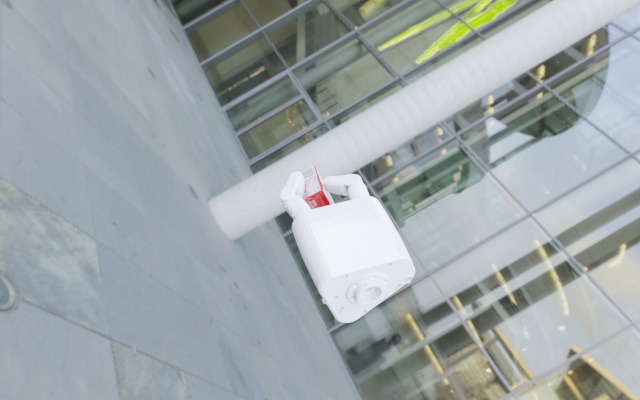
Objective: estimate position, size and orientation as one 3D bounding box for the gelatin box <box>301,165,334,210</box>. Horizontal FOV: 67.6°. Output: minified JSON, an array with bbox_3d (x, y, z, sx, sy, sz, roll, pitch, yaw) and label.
[{"bbox_3d":[0.000,0.002,0.667,0.030,0.073,0.089,-26,28,5],"label":"gelatin box"}]
